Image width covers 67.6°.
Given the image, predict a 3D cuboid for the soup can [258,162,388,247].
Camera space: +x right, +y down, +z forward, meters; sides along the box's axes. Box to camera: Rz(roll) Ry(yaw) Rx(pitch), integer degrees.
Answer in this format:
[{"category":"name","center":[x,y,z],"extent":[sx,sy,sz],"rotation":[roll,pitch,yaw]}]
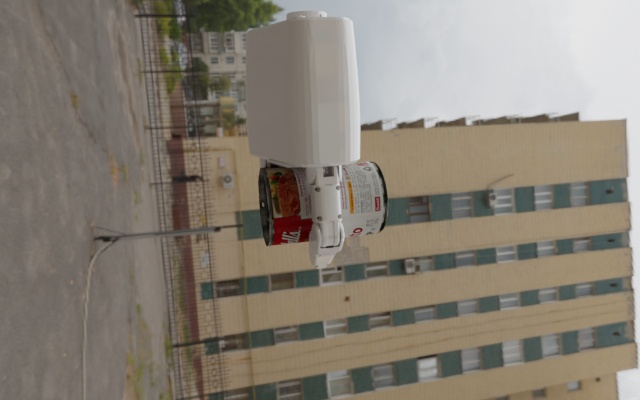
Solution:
[{"category":"soup can","center":[0.000,0.002,0.421],"extent":[0.102,0.068,0.068],"rotation":[-5,1,-13]}]
